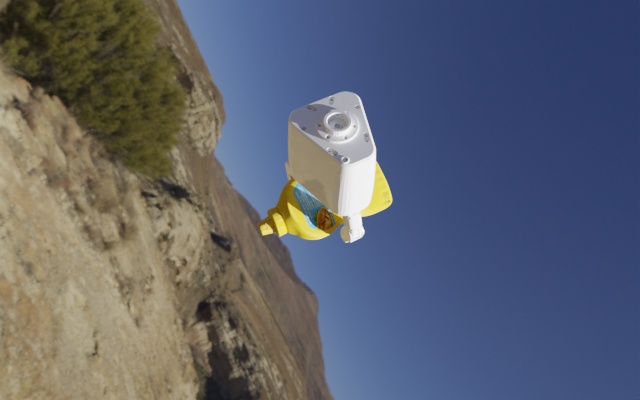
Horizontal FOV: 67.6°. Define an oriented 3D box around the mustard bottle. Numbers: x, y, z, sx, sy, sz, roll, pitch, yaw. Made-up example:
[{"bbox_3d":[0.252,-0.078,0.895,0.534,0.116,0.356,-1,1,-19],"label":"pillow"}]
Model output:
[{"bbox_3d":[0.000,0.002,0.686,0.191,0.096,0.058,-24,-4,-14],"label":"mustard bottle"}]
